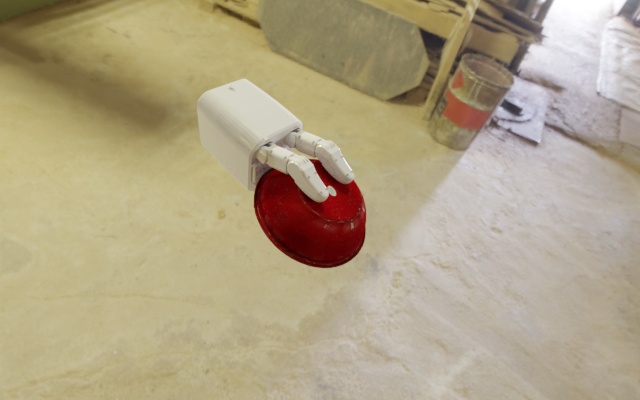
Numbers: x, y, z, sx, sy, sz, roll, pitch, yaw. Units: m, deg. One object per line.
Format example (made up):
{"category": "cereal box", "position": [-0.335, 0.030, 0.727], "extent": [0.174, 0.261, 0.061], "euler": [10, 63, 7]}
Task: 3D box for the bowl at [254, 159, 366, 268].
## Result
{"category": "bowl", "position": [0.001, 0.003, 0.606], "extent": [0.162, 0.162, 0.055], "euler": [0, -32, -32]}
